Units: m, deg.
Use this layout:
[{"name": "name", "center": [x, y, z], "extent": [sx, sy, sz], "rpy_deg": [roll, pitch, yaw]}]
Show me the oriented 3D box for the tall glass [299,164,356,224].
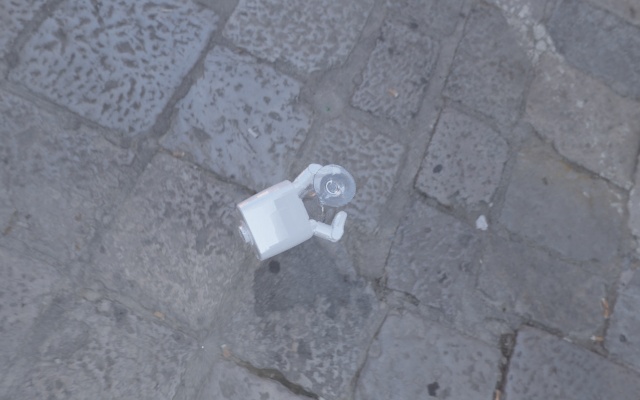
[{"name": "tall glass", "center": [0.000, 0.003, 0.889], "extent": [0.079, 0.079, 0.201], "rpy_deg": [0, -17, -14]}]
